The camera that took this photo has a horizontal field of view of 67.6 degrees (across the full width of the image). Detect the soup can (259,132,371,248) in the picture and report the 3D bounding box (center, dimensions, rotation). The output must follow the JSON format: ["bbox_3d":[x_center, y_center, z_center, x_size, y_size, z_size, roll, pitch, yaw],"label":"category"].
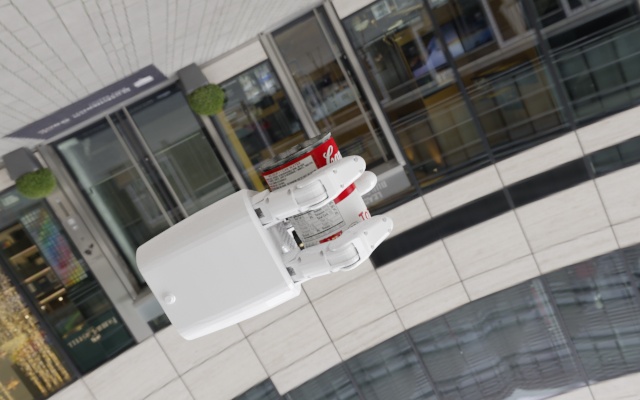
[{"bbox_3d":[0.001,0.001,0.414,0.068,0.102,0.068,-26,12,6],"label":"soup can"}]
